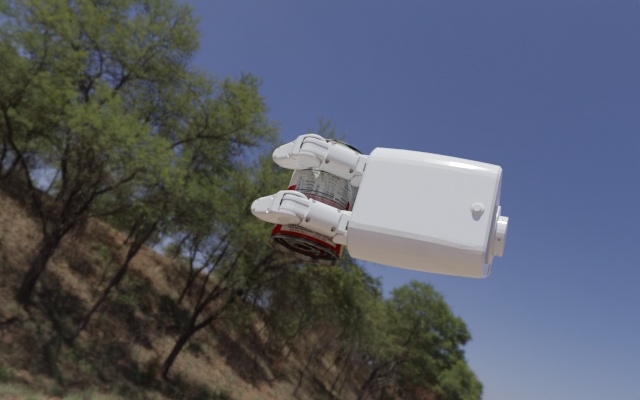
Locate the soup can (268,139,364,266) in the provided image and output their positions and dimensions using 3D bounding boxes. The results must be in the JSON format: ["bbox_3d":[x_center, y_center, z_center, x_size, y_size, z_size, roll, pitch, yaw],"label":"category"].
[{"bbox_3d":[0.000,0.001,0.446,0.068,0.102,0.068,16,-20,6],"label":"soup can"}]
